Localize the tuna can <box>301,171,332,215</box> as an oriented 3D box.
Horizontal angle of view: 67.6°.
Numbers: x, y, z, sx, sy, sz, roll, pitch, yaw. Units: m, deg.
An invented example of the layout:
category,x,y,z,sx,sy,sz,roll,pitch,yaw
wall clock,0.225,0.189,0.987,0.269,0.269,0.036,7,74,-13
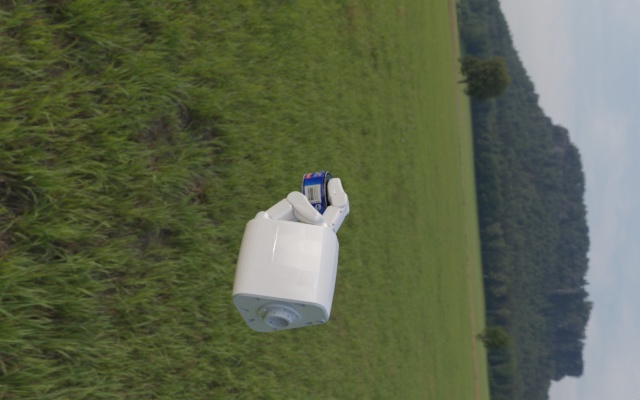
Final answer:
category,x,y,z,sx,sy,sz,roll,pitch,yaw
tuna can,0.001,0.002,0.674,0.034,0.086,0.086,-7,-2,13
